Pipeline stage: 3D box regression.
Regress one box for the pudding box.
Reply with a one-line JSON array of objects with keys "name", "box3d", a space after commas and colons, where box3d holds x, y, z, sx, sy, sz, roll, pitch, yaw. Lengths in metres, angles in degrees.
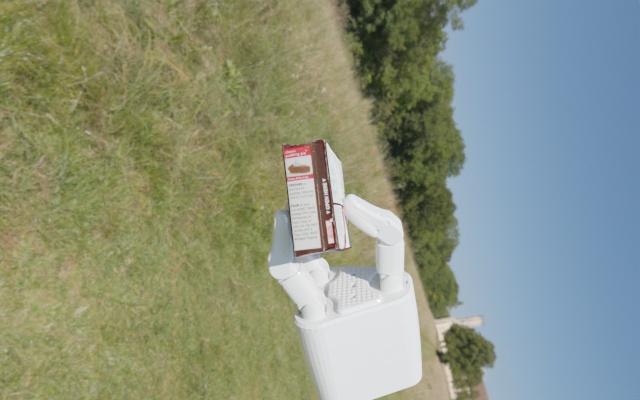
[{"name": "pudding box", "box3d": [0.000, 0.001, 0.417, 0.039, 0.090, 0.113, -8, -5, 7]}]
